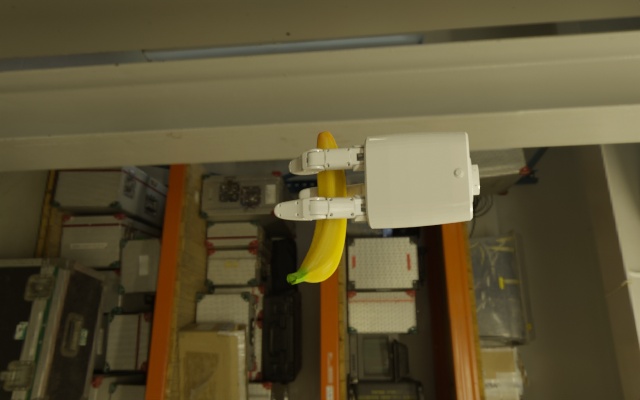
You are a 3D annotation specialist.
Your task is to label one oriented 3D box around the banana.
[{"bbox_3d":[0.007,0.014,0.557,0.037,0.197,0.070,-5,-31,24],"label":"banana"}]
